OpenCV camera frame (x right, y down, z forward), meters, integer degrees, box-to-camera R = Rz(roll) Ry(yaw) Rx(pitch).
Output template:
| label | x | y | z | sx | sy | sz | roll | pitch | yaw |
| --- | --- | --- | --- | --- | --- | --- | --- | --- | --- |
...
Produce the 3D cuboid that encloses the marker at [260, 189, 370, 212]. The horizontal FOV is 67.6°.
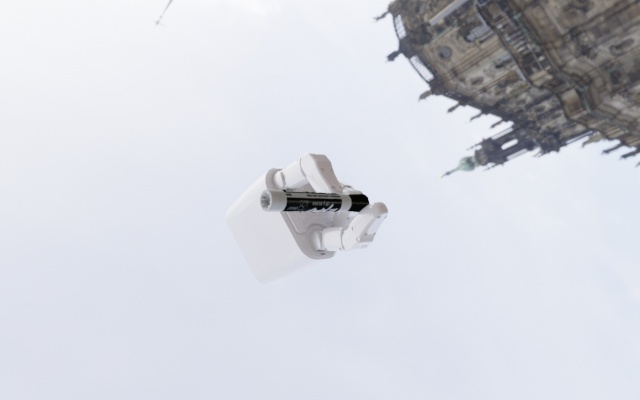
| label | x | y | z | sx | sy | sz | roll | pitch | yaw |
| --- | --- | --- | --- | --- | --- | --- | --- | --- | --- |
| marker | 0.000 | 0.001 | 0.435 | 0.121 | 0.020 | 0.020 | 2 | -1 | -41 |
